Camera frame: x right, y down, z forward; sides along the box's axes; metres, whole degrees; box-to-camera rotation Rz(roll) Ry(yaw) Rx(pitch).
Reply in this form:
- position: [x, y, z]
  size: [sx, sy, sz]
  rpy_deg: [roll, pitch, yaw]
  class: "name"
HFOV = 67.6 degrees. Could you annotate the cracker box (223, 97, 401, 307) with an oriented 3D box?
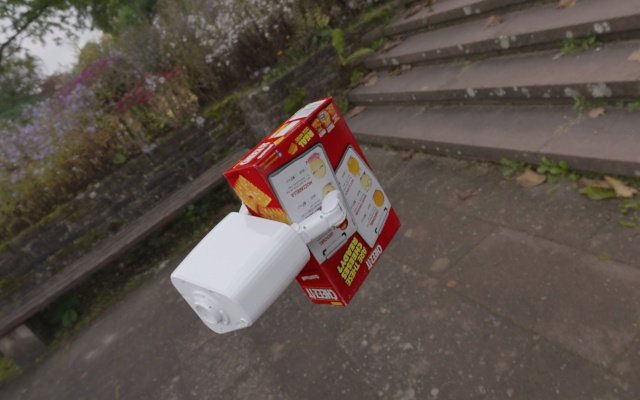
- position: [0.000, 0.002, 0.617]
  size: [0.072, 0.214, 0.164]
  rpy_deg: [-8, 32, 45]
  class: "cracker box"
